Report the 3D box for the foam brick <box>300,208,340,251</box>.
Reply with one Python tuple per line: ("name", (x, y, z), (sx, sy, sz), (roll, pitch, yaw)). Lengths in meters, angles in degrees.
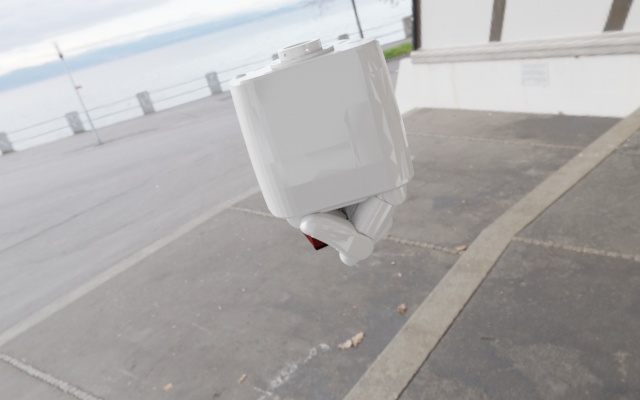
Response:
("foam brick", (0.000, 0.001, 0.445), (0.053, 0.051, 0.078), (-24, 23, -12))
